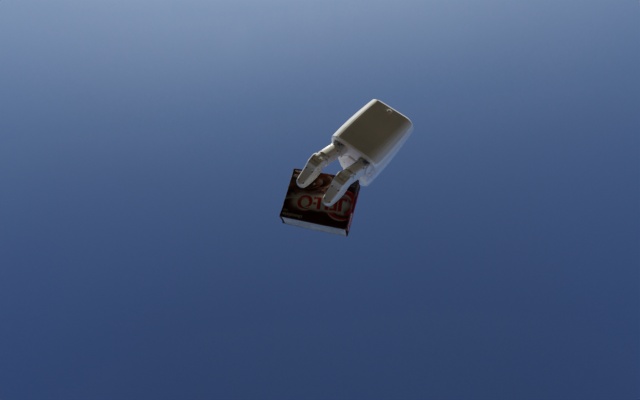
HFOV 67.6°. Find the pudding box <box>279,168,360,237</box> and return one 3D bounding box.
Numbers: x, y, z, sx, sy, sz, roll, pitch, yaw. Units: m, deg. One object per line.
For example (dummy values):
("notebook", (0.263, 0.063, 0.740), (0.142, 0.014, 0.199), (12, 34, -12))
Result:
("pudding box", (0.000, 0.003, 0.774), (0.113, 0.090, 0.039), (9, -25, 13))
